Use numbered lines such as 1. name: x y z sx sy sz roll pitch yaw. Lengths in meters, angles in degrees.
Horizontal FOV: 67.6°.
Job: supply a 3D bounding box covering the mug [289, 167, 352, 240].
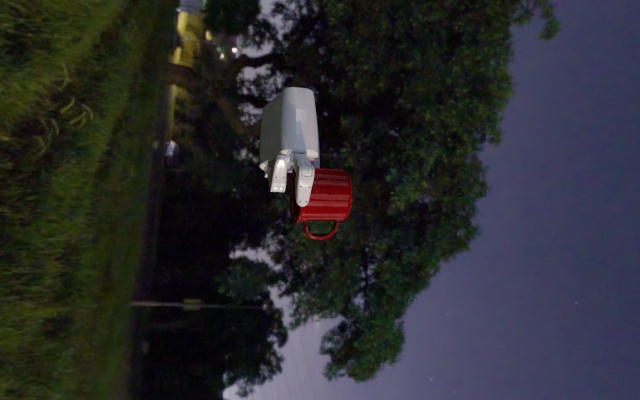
1. mug: 0.000 0.004 0.746 0.081 0.117 0.093 1 -12 -15
